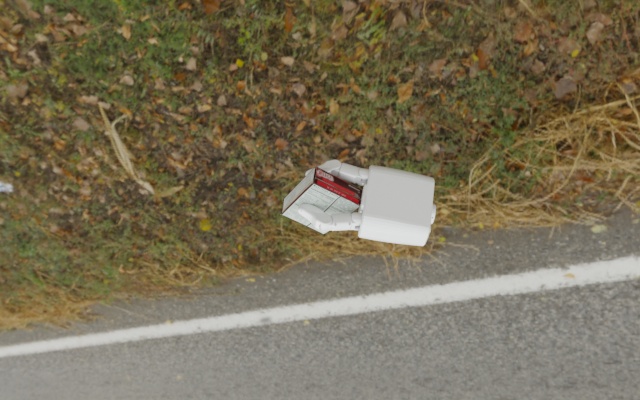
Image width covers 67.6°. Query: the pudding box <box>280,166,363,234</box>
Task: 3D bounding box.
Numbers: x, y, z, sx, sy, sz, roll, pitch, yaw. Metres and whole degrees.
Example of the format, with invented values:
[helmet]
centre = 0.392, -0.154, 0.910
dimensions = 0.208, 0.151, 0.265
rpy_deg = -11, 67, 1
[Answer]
[pudding box]
centre = 0.000, 0.003, 0.774
dimensions = 0.090, 0.039, 0.113
rpy_deg = 27, -42, -20
